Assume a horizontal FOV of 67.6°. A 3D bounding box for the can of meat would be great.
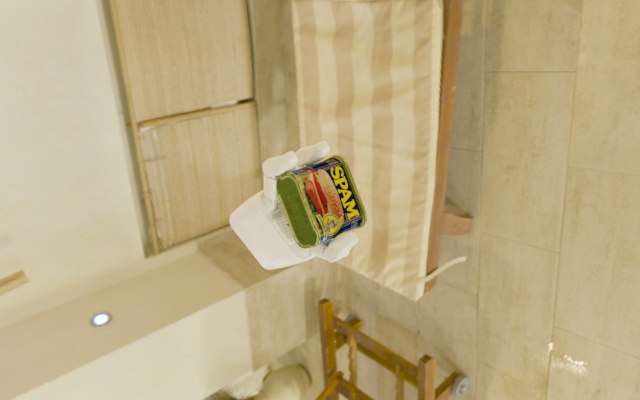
[{"bbox_3d":[0.000,0.002,0.608,0.084,0.102,0.057,-21,0,-36],"label":"can of meat"}]
